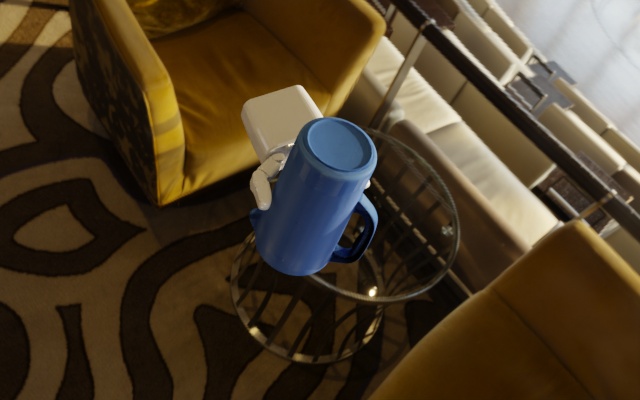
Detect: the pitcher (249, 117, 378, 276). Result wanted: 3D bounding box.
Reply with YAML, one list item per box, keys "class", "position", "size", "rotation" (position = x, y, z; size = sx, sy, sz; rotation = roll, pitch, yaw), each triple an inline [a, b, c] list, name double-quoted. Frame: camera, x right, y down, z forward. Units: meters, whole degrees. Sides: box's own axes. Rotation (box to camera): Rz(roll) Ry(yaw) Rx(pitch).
- class: "pitcher"
  position: [0.000, 0.002, 0.696]
  size: [0.149, 0.145, 0.243]
  rotation: [-12, -30, -28]
